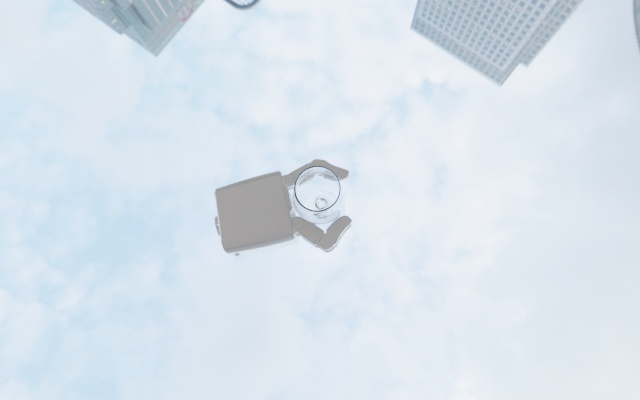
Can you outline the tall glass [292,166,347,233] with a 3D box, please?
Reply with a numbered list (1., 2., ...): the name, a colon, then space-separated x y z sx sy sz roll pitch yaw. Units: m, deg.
1. tall glass: 0.000 0.002 0.721 0.079 0.079 0.201 0 -11 2
